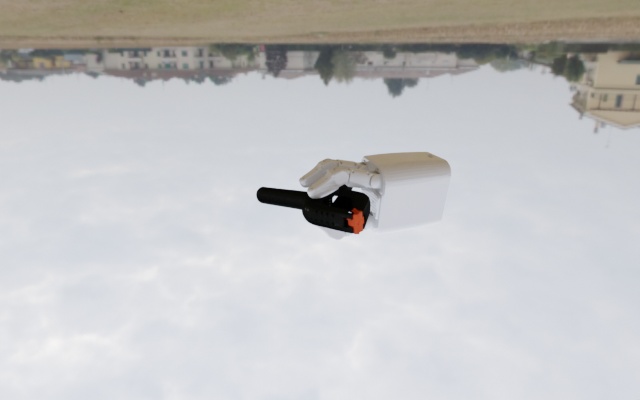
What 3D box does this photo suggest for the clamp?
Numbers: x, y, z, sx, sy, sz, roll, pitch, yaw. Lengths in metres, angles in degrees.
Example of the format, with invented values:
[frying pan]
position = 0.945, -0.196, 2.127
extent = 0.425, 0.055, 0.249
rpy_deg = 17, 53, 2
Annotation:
[clamp]
position = 0.001, 0.003, 0.677
extent = 0.164, 0.036, 0.210
rpy_deg = -10, 19, -12
